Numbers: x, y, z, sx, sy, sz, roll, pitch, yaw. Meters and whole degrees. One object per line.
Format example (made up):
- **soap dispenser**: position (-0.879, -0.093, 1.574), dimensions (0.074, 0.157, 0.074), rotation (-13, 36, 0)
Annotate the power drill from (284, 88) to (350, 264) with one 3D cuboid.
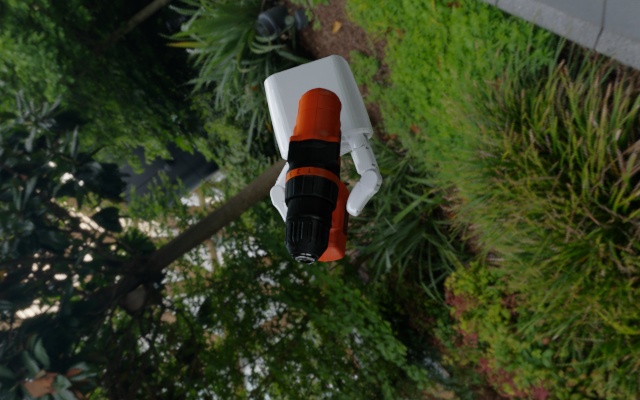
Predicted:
- **power drill**: position (0.000, 0.002, 0.523), dimensions (0.057, 0.184, 0.188), rotation (4, -26, 6)
